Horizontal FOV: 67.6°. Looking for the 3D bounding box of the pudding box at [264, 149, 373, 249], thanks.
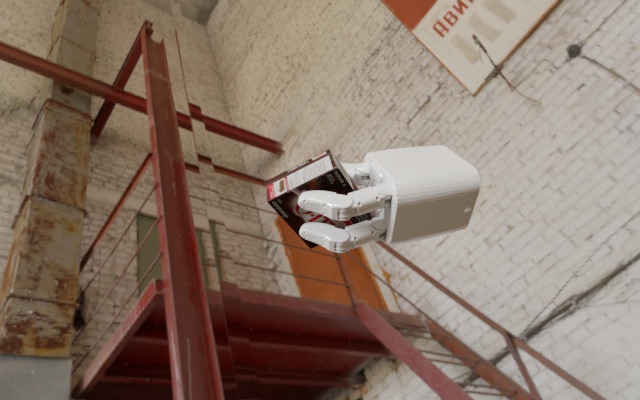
[{"bbox_3d":[0.000,0.002,0.567,0.090,0.039,0.114,-26,-46,12],"label":"pudding box"}]
